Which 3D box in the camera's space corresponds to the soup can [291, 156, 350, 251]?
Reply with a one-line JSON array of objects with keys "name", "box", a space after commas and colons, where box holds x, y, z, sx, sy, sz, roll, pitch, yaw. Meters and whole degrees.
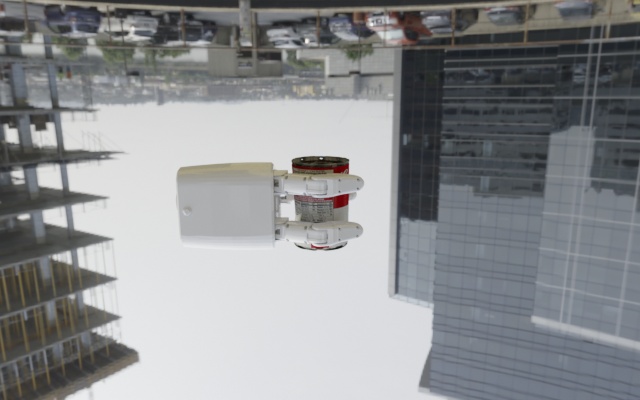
[{"name": "soup can", "box": [0.001, 0.002, 0.565, 0.068, 0.102, 0.068, 0, 13, 0]}]
